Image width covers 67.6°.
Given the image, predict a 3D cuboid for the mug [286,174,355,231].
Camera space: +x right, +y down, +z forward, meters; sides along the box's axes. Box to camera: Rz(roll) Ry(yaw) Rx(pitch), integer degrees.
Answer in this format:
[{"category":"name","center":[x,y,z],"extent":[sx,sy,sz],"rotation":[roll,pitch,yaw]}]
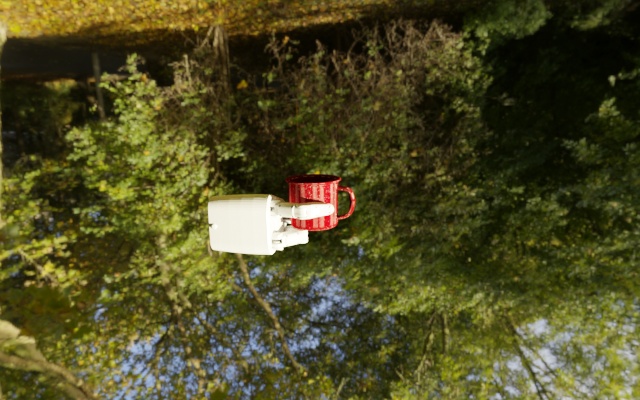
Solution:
[{"category":"mug","center":[0.002,0.003,0.806],"extent":[0.117,0.081,0.093],"rotation":[1,13,11]}]
